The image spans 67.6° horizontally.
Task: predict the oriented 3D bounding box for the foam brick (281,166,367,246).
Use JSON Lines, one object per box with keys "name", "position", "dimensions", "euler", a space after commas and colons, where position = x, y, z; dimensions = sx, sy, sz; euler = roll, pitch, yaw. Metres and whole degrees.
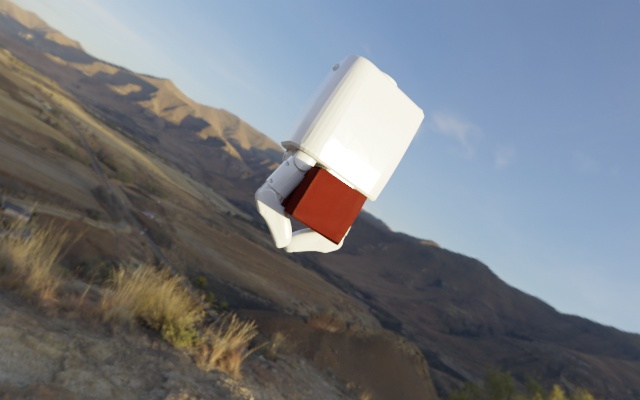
{"name": "foam brick", "position": [0.000, 0.002, 0.451], "dimensions": [0.053, 0.051, 0.078], "euler": [34, -2, -14]}
